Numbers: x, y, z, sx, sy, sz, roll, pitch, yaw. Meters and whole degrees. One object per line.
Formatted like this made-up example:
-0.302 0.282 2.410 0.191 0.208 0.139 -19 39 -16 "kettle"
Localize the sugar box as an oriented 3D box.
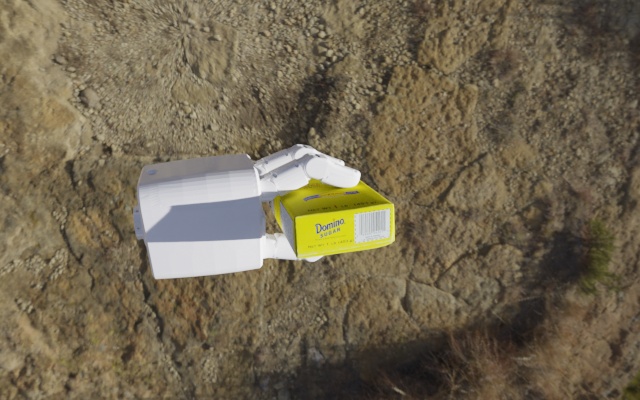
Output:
0.000 0.001 0.493 0.093 0.048 0.176 -7 20 -14 "sugar box"
